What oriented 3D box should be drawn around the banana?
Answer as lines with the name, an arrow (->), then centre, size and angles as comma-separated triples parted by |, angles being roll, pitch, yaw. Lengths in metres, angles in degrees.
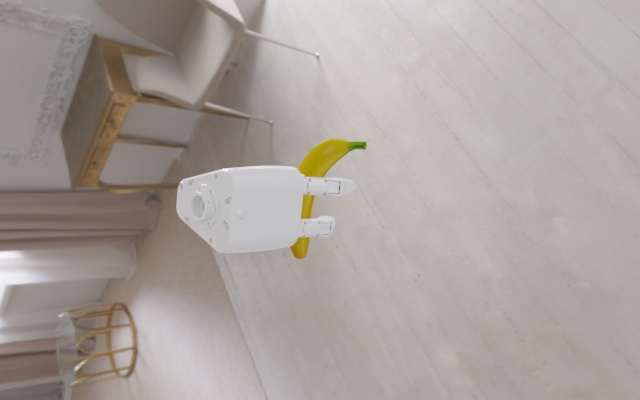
banana -> -0.012, -0.011, 0.666 | 0.069, 0.198, 0.037 | 38, 24, 24
